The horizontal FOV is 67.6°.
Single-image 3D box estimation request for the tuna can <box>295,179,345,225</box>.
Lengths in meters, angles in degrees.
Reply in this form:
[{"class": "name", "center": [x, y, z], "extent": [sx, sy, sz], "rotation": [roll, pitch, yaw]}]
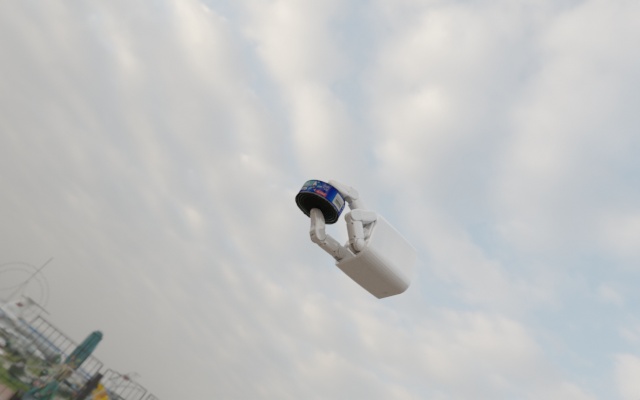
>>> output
[{"class": "tuna can", "center": [0.000, 0.002, 0.842], "extent": [0.086, 0.033, 0.086], "rotation": [23, -31, 15]}]
